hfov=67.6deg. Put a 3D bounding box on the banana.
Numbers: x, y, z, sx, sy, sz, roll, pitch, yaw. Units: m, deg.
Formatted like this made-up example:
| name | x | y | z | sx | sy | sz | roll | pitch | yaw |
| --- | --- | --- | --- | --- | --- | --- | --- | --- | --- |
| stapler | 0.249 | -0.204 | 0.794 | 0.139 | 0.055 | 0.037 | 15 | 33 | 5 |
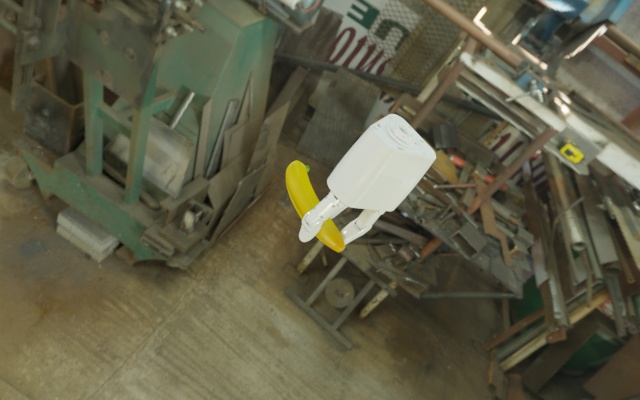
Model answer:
| name | x | y | z | sx | sy | sz | roll | pitch | yaw |
| --- | --- | --- | --- | --- | --- | --- | --- | --- | --- |
| banana | -0.016 | -0.004 | 0.744 | 0.069 | 0.197 | 0.037 | 14 | -52 | -33 |
